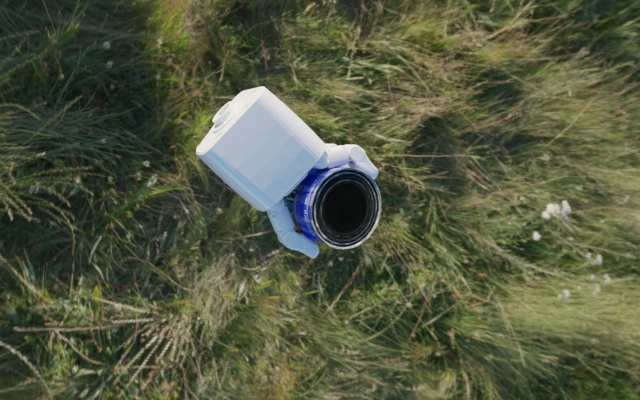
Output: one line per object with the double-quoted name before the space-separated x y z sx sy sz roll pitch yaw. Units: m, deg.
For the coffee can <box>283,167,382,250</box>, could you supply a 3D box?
"coffee can" 0.000 0.002 0.645 0.103 0.103 0.140 0 7 -29
